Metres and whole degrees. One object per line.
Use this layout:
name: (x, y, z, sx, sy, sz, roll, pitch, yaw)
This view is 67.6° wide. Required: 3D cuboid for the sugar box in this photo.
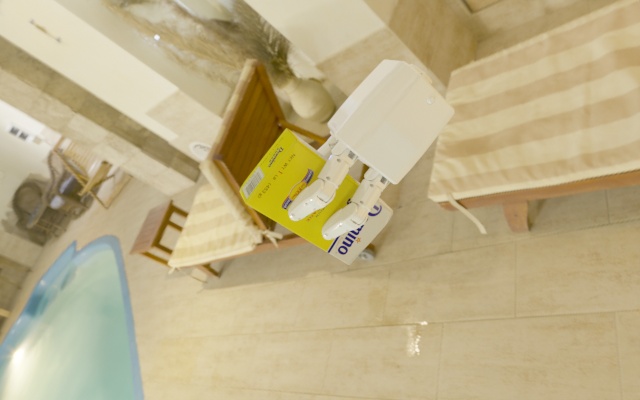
sugar box: (0.000, 0.002, 0.575, 0.176, 0.093, 0.048, 34, 12, -31)
